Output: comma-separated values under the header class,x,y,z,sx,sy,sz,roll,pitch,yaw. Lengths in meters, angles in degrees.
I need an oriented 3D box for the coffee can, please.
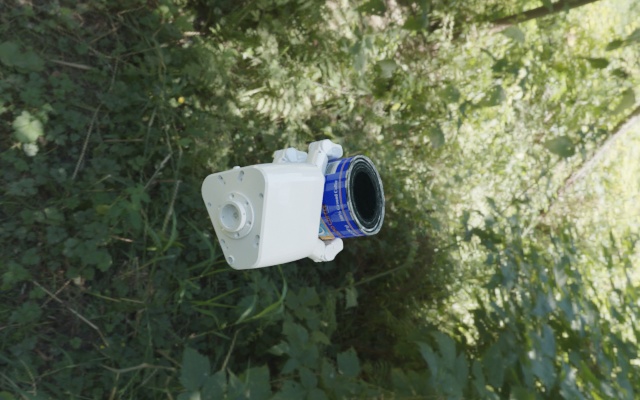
class,x,y,z,sx,sy,sz,roll,pitch,yaw
coffee can,0.000,0.002,0.634,0.140,0.103,0.103,-9,-5,31
